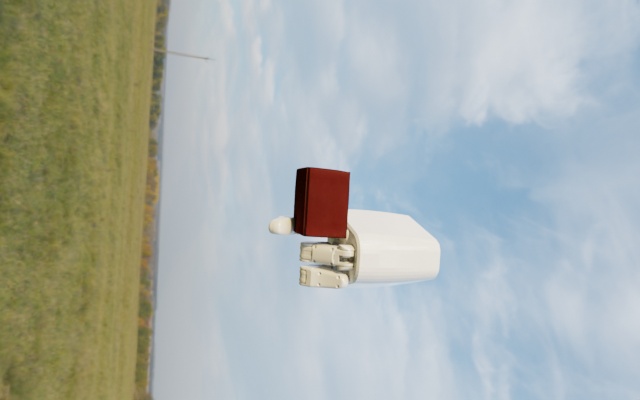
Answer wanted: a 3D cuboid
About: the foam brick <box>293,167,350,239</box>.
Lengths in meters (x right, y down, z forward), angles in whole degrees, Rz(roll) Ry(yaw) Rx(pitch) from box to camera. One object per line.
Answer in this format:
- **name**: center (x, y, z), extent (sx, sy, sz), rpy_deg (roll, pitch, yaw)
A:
- **foam brick**: center (0.000, 0.002, 0.553), extent (0.051, 0.078, 0.053), rpy_deg (3, 3, -17)
